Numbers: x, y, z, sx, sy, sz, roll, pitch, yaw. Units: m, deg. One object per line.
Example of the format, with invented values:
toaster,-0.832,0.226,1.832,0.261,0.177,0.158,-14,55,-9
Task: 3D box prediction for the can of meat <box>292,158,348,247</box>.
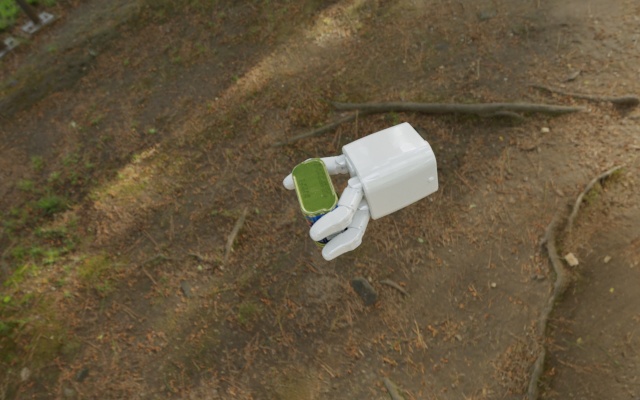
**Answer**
can of meat,0.000,0.002,0.686,0.057,0.102,0.084,-20,-38,2
